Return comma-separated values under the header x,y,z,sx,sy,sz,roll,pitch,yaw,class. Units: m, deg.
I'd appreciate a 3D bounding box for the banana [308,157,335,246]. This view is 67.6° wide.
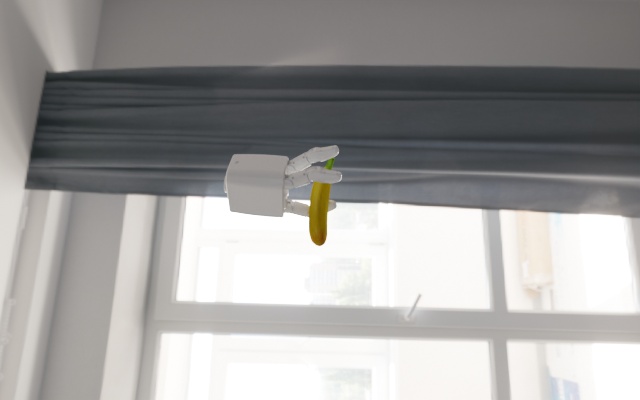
x,y,z,sx,sy,sz,roll,pitch,yaw,class
-0.002,0.011,0.870,0.037,0.197,0.070,7,-37,-2,banana
